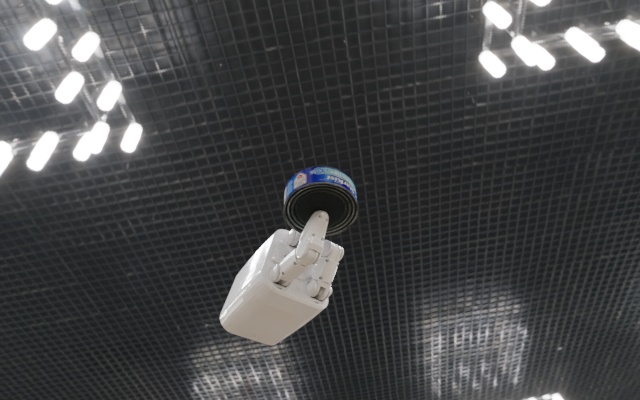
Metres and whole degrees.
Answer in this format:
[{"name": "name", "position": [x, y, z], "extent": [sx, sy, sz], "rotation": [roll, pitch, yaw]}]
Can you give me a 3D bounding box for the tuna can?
[{"name": "tuna can", "position": [0.000, 0.001, 0.554], "extent": [0.086, 0.086, 0.033], "rotation": [0, 43, -3]}]
